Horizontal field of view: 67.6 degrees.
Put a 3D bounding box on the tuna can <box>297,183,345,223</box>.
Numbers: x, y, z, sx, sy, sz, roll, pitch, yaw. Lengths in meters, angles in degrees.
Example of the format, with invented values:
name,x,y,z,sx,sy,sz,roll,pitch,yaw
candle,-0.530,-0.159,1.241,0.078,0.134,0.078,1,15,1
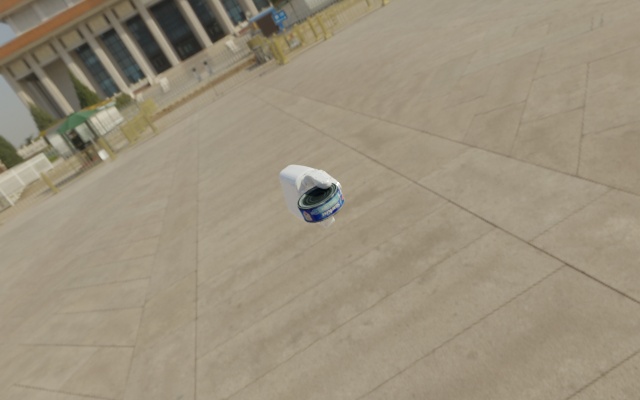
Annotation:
name,x,y,z,sx,sy,sz,roll,pitch,yaw
tuna can,0.000,0.002,0.893,0.086,0.034,0.086,-22,26,12
